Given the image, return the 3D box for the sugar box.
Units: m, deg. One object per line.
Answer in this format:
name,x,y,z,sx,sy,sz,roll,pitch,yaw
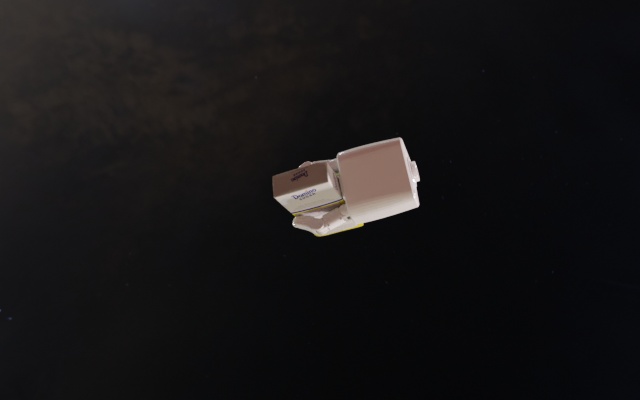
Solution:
sugar box,0.000,0.002,0.791,0.093,0.048,0.176,-15,-32,16
